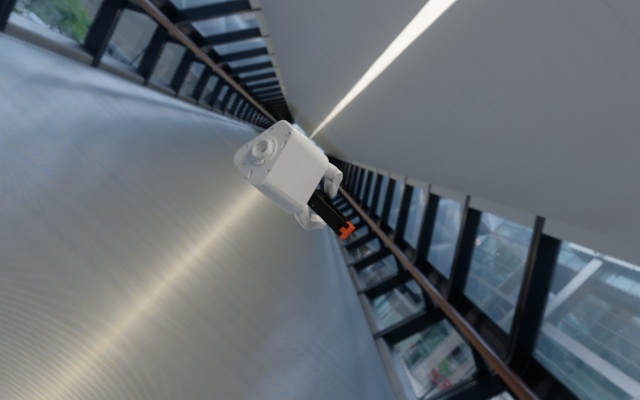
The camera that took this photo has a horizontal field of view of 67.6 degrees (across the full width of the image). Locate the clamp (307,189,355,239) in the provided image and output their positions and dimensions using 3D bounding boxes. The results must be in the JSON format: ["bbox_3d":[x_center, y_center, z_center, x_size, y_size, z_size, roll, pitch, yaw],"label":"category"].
[{"bbox_3d":[0.001,0.002,0.864,0.210,0.036,0.165,46,7,38],"label":"clamp"}]
